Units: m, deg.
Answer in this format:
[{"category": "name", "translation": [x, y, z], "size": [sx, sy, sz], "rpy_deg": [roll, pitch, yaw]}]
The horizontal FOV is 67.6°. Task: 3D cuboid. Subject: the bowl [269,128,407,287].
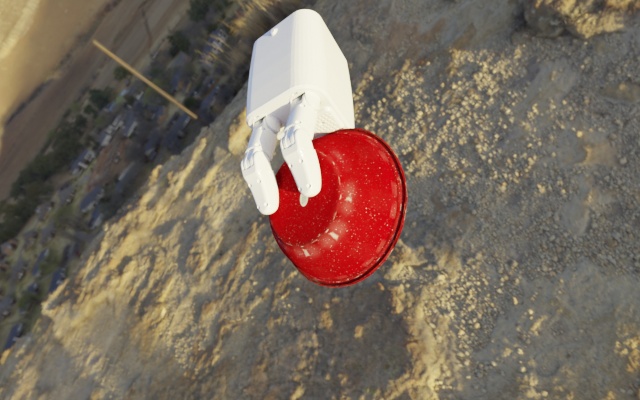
[{"category": "bowl", "translation": [0.000, 0.003, 0.460], "size": [0.162, 0.162, 0.055], "rpy_deg": [0, -9, 41]}]
